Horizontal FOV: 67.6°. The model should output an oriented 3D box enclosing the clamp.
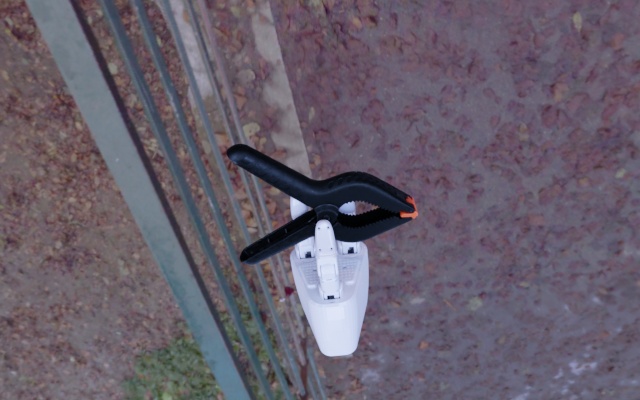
[{"bbox_3d":[0.001,0.002,0.523,0.210,0.165,0.036,-6,41,2],"label":"clamp"}]
